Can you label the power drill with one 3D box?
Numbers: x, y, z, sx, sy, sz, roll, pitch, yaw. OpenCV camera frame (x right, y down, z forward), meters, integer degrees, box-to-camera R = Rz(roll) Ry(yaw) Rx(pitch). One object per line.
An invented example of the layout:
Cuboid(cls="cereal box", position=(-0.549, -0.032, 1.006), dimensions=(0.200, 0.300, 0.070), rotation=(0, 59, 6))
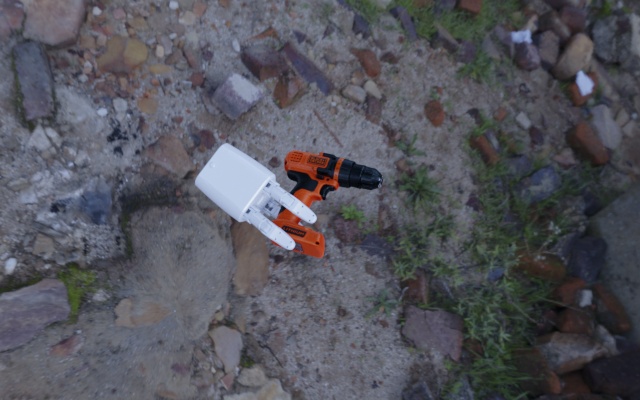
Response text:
Cuboid(cls="power drill", position=(0.000, 0.003, 0.834), dimensions=(0.184, 0.187, 0.057), rotation=(13, -29, 18))
